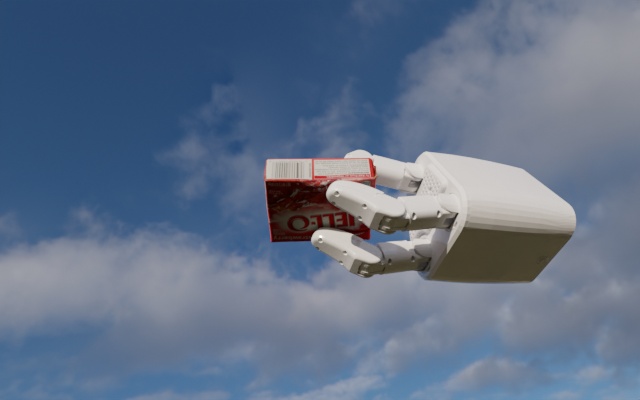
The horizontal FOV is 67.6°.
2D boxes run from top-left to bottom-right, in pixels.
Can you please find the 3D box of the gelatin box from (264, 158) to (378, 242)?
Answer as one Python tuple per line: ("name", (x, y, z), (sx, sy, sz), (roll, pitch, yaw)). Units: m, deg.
("gelatin box", (0.000, 0.001, 0.401), (0.089, 0.073, 0.030), (-1, 44, -1))
